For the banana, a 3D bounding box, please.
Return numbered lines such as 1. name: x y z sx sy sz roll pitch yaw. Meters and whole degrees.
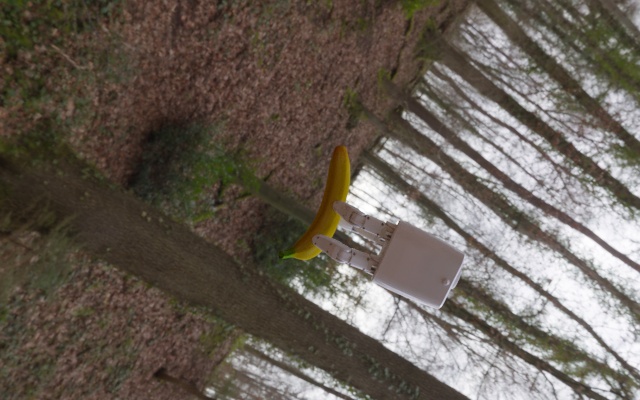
1. banana: 0.007 0.013 0.731 0.037 0.197 0.070 17 -16 36
